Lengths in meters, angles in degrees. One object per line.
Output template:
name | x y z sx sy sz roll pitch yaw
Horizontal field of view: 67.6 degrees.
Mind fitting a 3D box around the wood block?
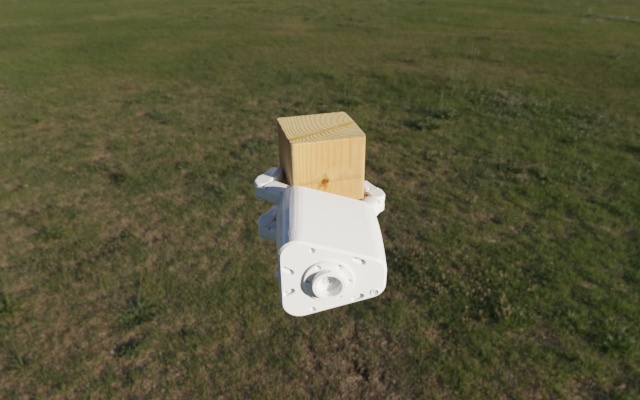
wood block | 0.000 0.002 0.615 0.091 0.206 0.090 -8 30 -13
